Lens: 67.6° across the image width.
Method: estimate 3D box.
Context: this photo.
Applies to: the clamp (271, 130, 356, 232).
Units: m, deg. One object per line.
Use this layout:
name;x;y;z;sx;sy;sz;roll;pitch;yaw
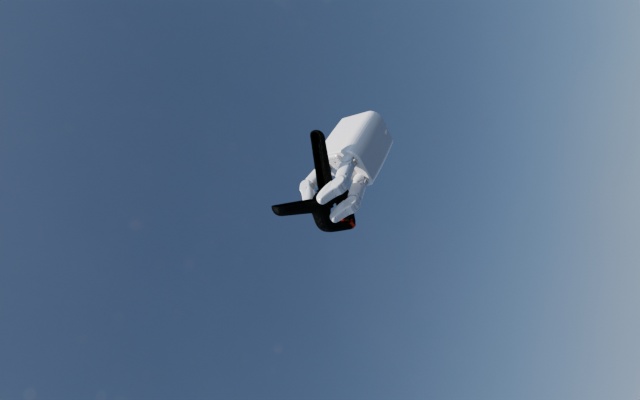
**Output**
clamp;0.000;0.003;0.849;0.036;0.164;0.210;12;-30;39
